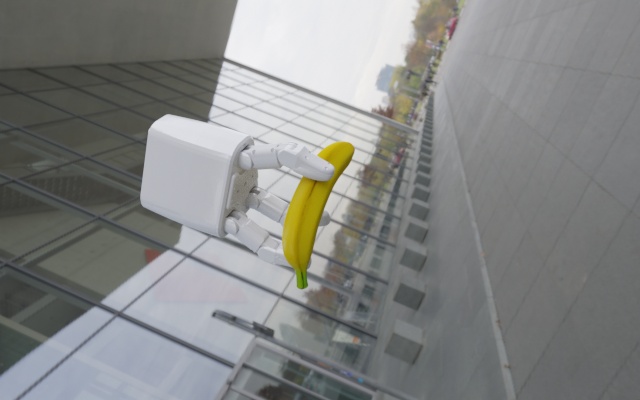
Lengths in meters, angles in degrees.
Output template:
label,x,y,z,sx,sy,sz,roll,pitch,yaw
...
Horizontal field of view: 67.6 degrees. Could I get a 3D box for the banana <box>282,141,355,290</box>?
label,x,y,z,sx,sy,sz,roll,pitch,yaw
banana,-0.003,-0.006,0.528,0.037,0.197,0.070,13,-31,16
